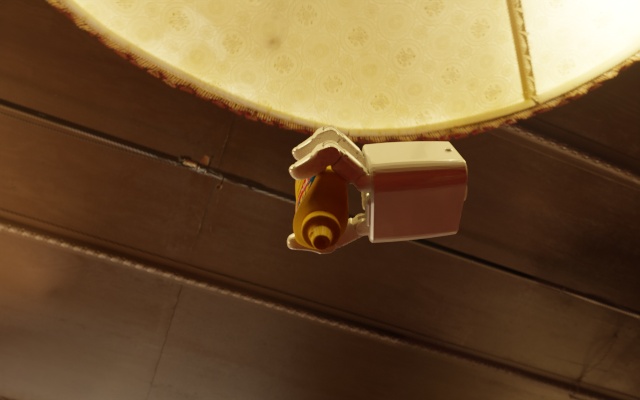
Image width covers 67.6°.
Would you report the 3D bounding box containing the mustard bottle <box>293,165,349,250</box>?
[{"bbox_3d":[0.000,0.002,0.558,0.058,0.096,0.191,18,24,-10],"label":"mustard bottle"}]
